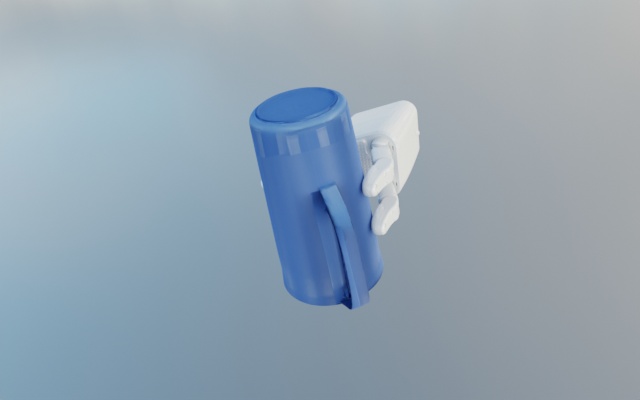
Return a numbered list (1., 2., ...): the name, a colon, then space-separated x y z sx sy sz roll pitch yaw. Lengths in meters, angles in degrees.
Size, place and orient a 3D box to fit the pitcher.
1. pitcher: 0.000 0.002 0.561 0.149 0.243 0.145 7 37 28
